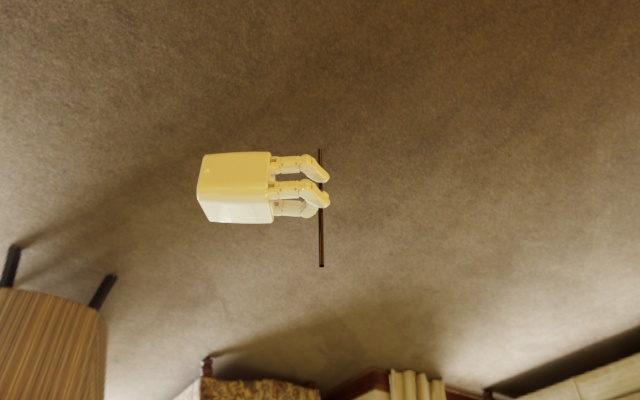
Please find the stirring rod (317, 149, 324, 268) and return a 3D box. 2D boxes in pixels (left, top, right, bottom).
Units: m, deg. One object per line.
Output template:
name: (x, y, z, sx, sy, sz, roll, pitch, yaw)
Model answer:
stirring rod: (0.000, 0.002, 0.752, 0.011, 0.239, 0.011, -1, -42, 0)
